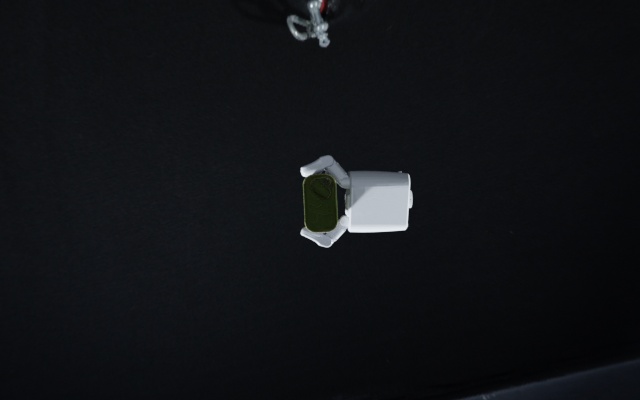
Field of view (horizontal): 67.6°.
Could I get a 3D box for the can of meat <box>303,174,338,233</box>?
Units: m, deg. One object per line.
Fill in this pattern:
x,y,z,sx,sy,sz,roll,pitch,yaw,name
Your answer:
0.000,0.003,0.862,0.057,0.102,0.084,-3,3,0,can of meat
